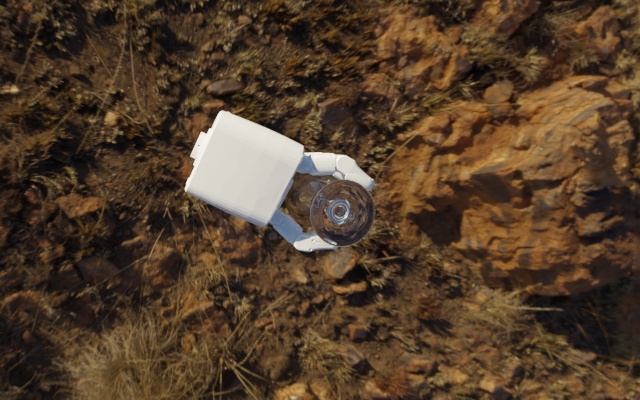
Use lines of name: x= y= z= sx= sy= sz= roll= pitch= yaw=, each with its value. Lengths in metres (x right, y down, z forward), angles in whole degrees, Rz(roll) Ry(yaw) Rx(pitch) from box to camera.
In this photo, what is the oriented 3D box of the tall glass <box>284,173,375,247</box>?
tall glass: x=0.000 y=0.002 z=0.615 sx=0.079 sy=0.079 sz=0.201 roll=0 pitch=7 yaw=-14
